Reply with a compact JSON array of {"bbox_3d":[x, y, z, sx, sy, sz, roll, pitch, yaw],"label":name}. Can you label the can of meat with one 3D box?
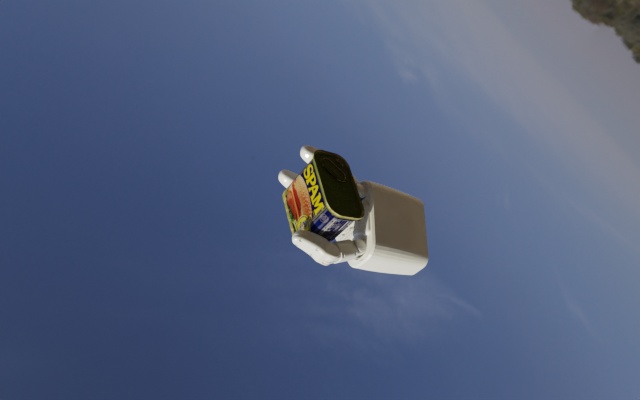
[{"bbox_3d":[0.000,0.002,0.606,0.057,0.102,0.084,10,-40,-35],"label":"can of meat"}]
